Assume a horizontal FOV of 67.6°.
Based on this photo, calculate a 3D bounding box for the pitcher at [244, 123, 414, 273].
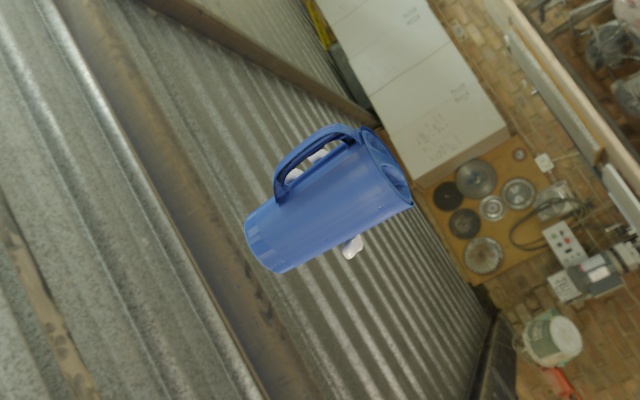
[{"bbox_3d":[0.000,0.002,0.705,0.243,0.149,0.145,-33,-9,20],"label":"pitcher"}]
